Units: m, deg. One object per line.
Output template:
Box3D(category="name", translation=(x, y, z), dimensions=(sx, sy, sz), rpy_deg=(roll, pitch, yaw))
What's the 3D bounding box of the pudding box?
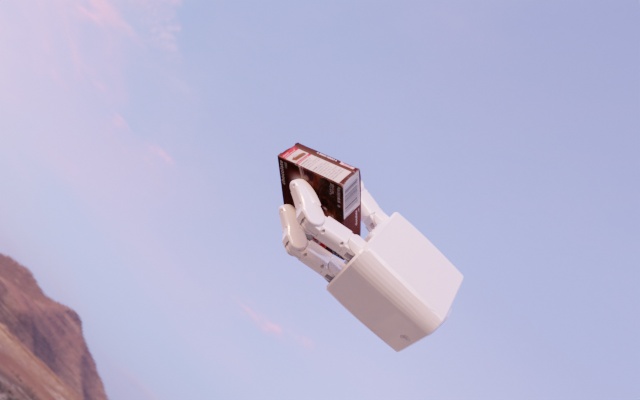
Box3D(category="pudding box", translation=(0.000, 0.002, 0.535), dimensions=(0.090, 0.114, 0.039), rpy_deg=(25, 46, 30))
